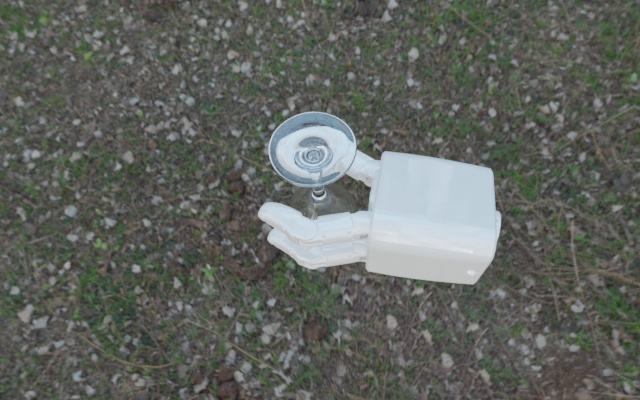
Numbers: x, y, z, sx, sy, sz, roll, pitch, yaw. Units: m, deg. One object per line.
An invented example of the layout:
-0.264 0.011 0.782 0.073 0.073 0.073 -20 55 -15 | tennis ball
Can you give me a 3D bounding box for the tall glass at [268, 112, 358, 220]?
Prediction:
0.000 0.001 0.484 0.079 0.079 0.201 0 -27 4 | tall glass
